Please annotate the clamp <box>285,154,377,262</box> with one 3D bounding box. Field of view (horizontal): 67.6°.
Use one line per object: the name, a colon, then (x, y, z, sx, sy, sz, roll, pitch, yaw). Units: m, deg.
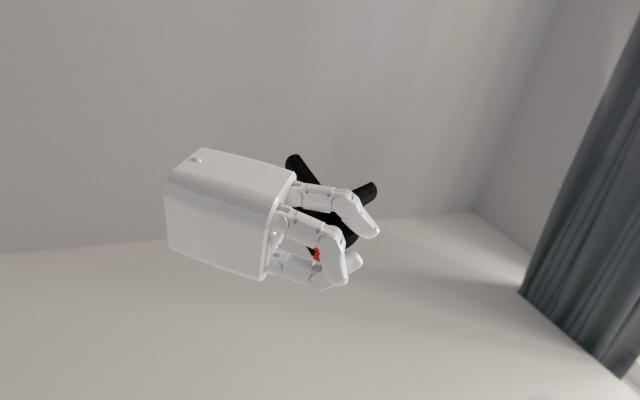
clamp: (0.000, 0.002, 0.540, 0.120, 0.039, 0.171, 19, 28, 3)
